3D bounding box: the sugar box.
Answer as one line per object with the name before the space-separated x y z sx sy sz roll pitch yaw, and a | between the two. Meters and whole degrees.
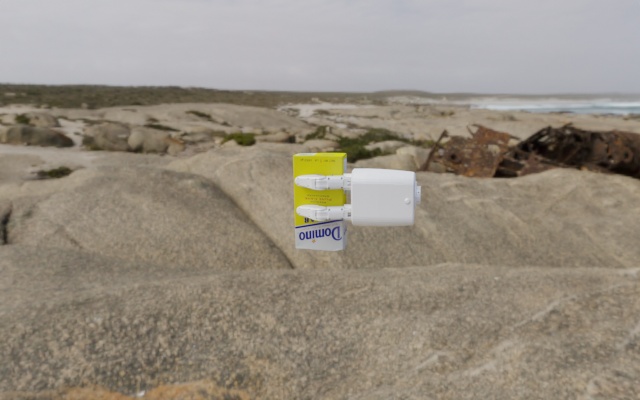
sugar box | 0.000 0.003 0.868 0.093 0.176 0.048 2 12 13
